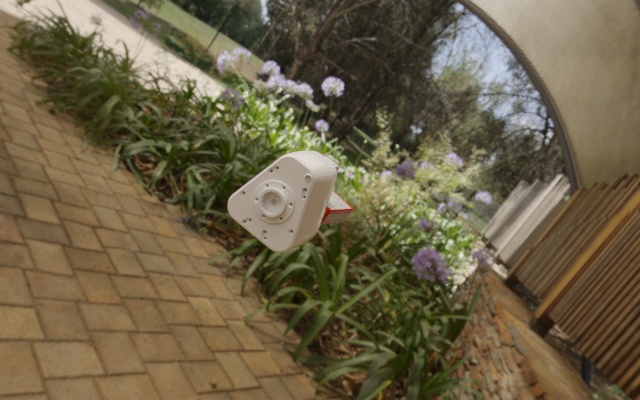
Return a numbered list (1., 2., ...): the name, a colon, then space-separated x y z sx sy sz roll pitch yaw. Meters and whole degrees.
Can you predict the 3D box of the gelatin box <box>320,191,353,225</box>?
1. gelatin box: 0.001 0.002 0.722 0.073 0.030 0.089 41 18 20
